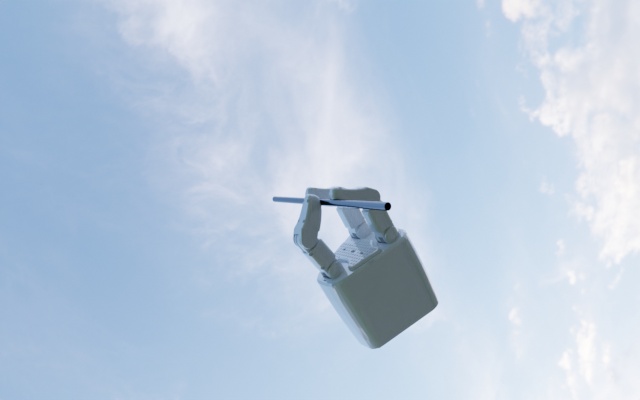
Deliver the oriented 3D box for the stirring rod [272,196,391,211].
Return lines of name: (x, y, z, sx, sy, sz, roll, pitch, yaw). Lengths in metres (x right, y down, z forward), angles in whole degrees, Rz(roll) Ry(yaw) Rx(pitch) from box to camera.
stirring rod: (0.000, 0.002, 0.534, 0.011, 0.011, 0.239, 0, 2, -30)
